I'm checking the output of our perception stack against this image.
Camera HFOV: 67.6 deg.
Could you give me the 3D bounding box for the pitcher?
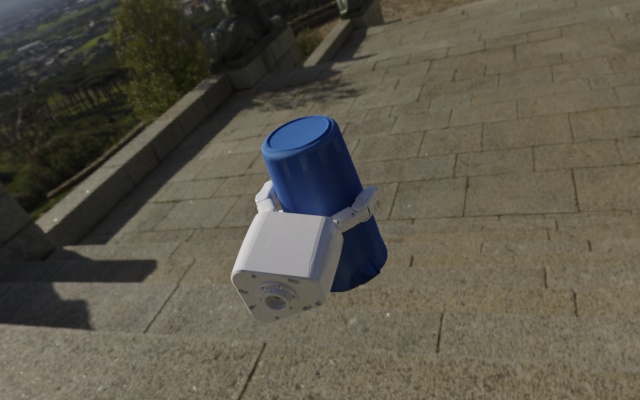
[{"bbox_3d":[0.000,0.002,0.698,0.149,0.243,0.145,-7,35,21],"label":"pitcher"}]
